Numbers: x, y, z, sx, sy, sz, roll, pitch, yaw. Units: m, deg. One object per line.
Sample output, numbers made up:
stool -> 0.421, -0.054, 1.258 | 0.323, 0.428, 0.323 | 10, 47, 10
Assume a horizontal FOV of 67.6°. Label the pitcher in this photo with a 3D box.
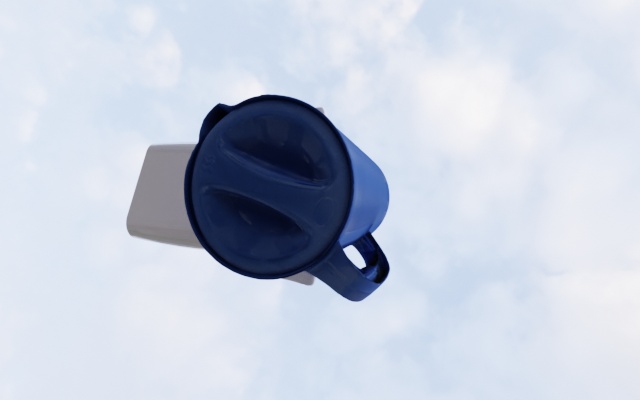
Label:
pitcher -> 0.000, 0.001, 0.448 | 0.145, 0.149, 0.243 | 2, -1, 18
